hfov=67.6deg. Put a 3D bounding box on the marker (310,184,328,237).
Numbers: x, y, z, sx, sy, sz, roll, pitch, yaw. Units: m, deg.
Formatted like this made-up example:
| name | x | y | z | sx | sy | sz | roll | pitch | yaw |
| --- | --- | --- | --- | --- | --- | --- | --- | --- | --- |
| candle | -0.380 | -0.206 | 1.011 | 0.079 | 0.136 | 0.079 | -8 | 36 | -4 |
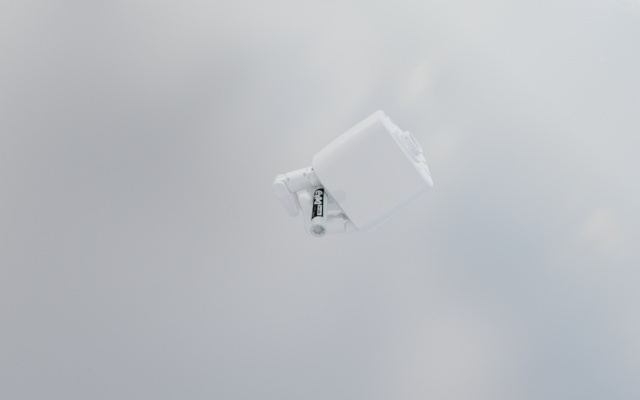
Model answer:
| name | x | y | z | sx | sy | sz | roll | pitch | yaw |
| --- | --- | --- | --- | --- | --- | --- | --- | --- | --- |
| marker | 0.000 | 0.002 | 0.579 | 0.020 | 0.020 | 0.121 | 0 | 31 | 3 |
